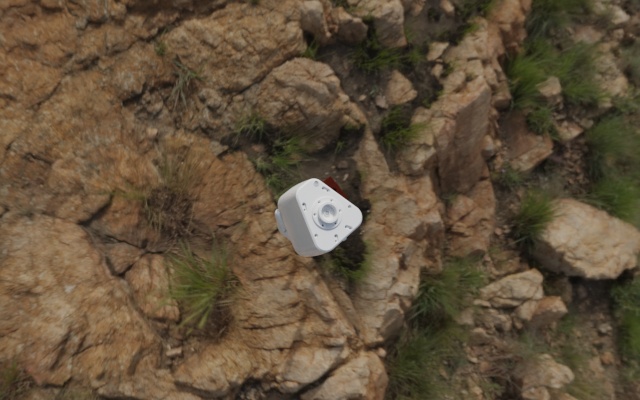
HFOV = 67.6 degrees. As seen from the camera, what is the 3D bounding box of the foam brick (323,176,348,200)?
[{"bbox_3d":[0.000,0.003,0.855,0.078,0.053,0.051,-40,3,-19],"label":"foam brick"}]
